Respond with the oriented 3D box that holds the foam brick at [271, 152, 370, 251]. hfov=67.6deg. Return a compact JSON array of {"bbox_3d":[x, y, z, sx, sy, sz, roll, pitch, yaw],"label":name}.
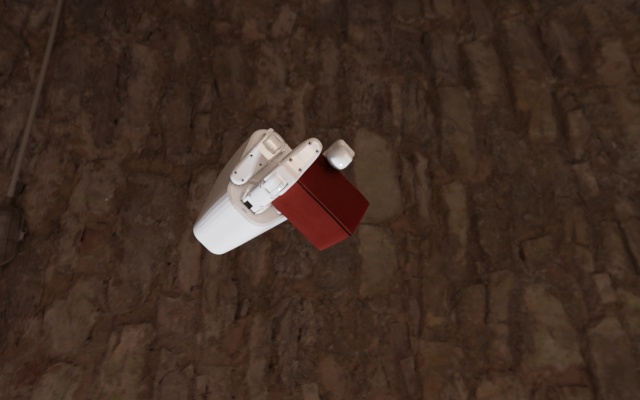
[{"bbox_3d":[0.000,0.002,0.481,0.051,0.078,0.053,-36,12,45],"label":"foam brick"}]
